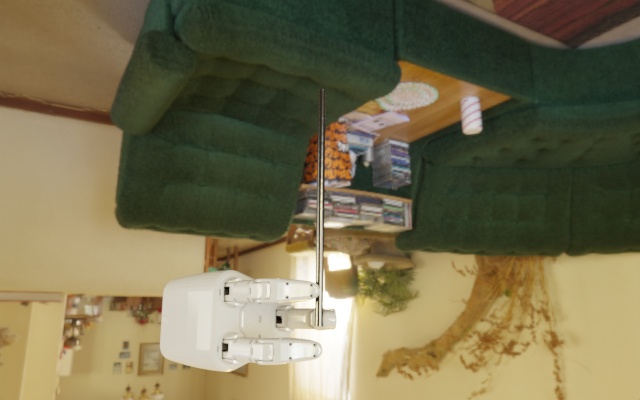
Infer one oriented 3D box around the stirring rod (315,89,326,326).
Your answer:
[{"bbox_3d":[0.000,0.001,0.477,0.011,0.239,0.011,1,-13,0],"label":"stirring rod"}]
